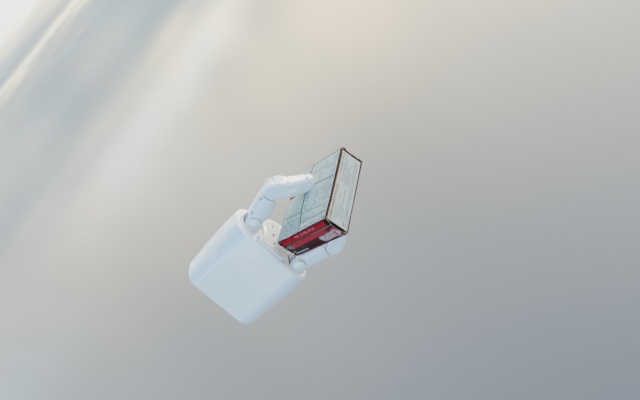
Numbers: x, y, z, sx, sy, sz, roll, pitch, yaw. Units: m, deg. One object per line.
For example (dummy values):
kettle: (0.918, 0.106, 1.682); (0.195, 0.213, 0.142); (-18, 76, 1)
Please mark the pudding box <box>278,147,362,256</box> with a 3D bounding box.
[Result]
pudding box: (0.000, 0.002, 0.572); (0.039, 0.113, 0.090); (35, -41, -28)
